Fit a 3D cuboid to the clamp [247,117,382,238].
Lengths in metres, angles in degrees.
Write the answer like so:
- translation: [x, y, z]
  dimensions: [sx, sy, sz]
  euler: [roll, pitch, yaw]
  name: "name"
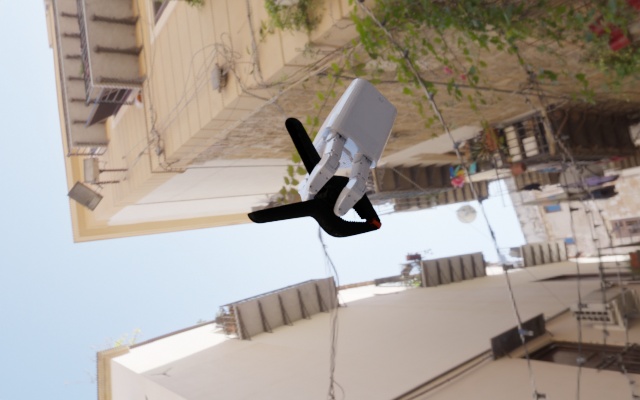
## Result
- translation: [0.000, 0.002, 0.692]
  dimensions: [0.210, 0.164, 0.036]
  euler: [37, -25, -23]
  name: "clamp"
